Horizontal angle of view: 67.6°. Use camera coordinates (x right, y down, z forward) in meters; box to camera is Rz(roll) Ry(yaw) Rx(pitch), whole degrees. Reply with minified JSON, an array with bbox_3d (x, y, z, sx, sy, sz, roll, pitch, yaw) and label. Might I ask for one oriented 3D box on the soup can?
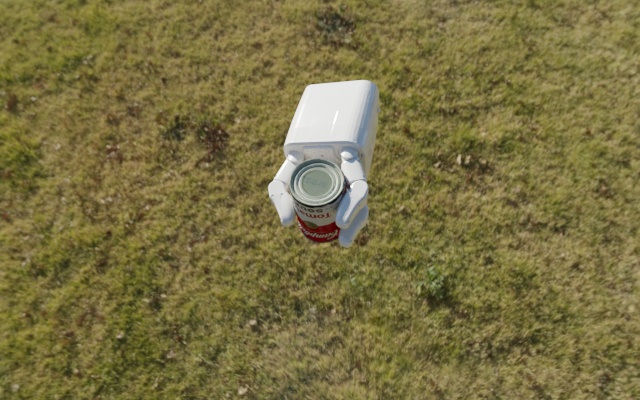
[{"bbox_3d":[0.000,0.002,0.592,0.068,0.068,0.102,0,-28,5],"label":"soup can"}]
